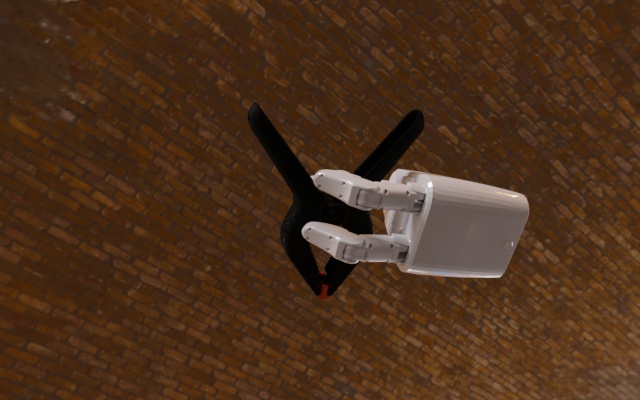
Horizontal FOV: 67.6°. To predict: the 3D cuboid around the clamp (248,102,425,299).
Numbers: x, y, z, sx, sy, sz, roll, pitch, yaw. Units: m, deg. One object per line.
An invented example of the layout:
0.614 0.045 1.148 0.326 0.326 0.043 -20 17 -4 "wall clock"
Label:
0.000 0.002 0.470 0.164 0.210 0.036 7 23 -13 "clamp"
